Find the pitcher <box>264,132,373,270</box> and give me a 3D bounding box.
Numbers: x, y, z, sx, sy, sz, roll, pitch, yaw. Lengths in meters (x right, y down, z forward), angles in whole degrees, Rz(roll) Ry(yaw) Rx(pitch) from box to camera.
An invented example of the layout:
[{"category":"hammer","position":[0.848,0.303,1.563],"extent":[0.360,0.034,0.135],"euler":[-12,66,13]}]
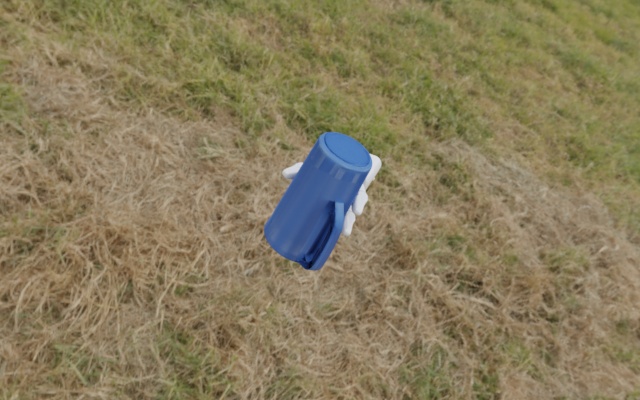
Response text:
[{"category":"pitcher","position":[0.000,0.003,0.895],"extent":[0.149,0.243,0.145],"euler":[36,35,8]}]
